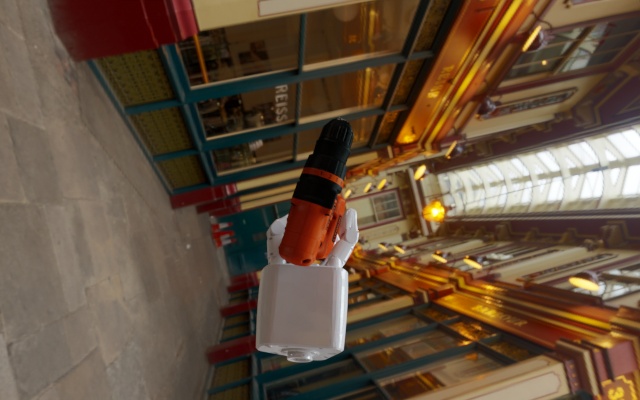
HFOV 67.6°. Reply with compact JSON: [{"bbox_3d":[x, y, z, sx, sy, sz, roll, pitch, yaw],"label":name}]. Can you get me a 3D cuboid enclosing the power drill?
[{"bbox_3d":[0.000,0.002,0.632,0.057,0.184,0.188,19,-11,8],"label":"power drill"}]
